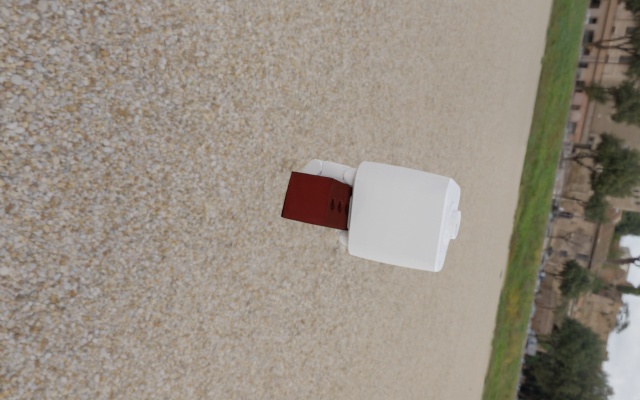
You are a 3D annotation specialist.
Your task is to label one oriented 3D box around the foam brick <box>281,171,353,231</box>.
[{"bbox_3d":[0.000,0.002,0.535,0.051,0.053,0.078,12,-2,24],"label":"foam brick"}]
